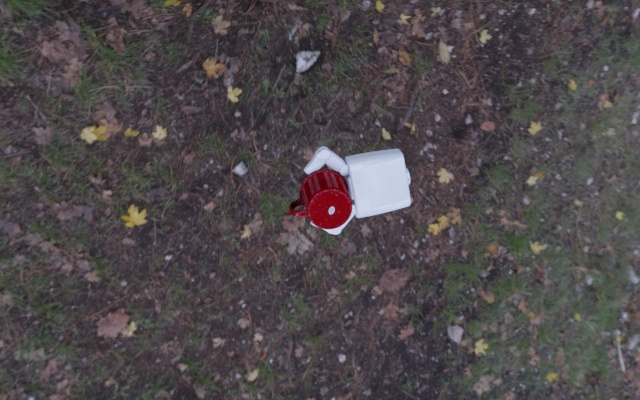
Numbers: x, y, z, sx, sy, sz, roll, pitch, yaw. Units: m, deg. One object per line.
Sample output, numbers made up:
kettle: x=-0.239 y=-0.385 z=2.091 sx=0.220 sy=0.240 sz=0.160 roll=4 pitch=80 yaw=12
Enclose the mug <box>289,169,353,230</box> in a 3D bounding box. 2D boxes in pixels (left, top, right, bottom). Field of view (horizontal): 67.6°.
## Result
mug: x=-0.001 y=0.003 z=0.862 sx=0.117 sy=0.093 sz=0.081 roll=-13 pitch=25 yaw=-2
